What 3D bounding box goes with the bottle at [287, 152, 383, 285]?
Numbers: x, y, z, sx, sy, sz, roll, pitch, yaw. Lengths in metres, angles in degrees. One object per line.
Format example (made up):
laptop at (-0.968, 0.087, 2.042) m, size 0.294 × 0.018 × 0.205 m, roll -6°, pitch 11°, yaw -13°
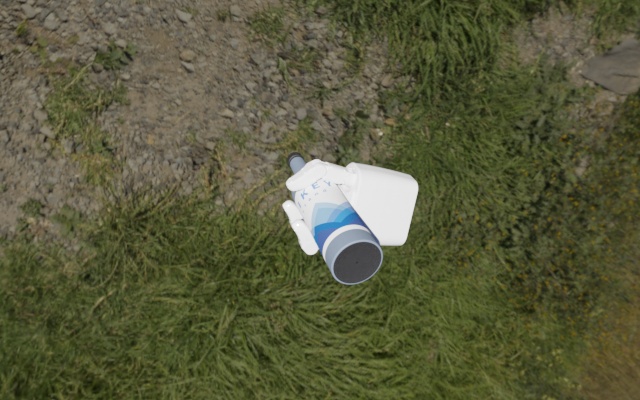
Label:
bottle at (0.000, 0.002, 0.690) m, size 0.069 × 0.069 × 0.295 m, roll 0°, pitch 30°, yaw -20°
